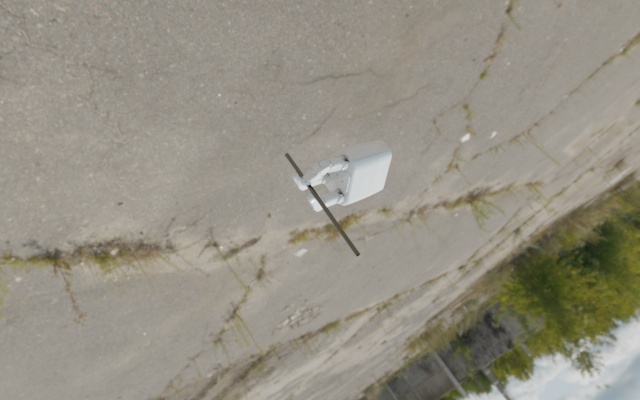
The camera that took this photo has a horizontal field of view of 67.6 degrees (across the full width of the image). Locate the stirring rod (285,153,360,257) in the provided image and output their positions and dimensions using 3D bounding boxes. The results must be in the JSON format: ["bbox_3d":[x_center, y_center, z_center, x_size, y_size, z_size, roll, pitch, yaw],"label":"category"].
[{"bbox_3d":[0.000,0.003,0.859,0.011,0.239,0.011,-29,-24,-14],"label":"stirring rod"}]
